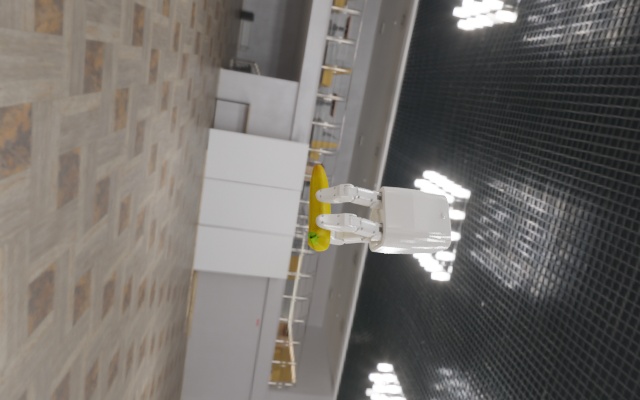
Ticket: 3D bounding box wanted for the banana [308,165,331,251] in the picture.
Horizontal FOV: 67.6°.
[{"bbox_3d":[-0.001,0.020,0.771,0.037,0.070,0.197,2,36,-1],"label":"banana"}]
